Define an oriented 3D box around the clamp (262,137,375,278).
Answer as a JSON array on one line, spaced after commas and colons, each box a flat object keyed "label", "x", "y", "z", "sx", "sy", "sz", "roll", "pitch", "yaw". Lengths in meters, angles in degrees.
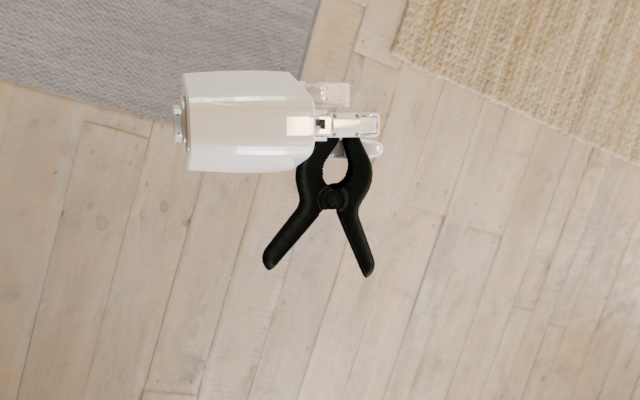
[{"label": "clamp", "x": 0.000, "y": 0.002, "z": 0.487, "sx": 0.120, "sy": 0.171, "sz": 0.039, "roll": -3, "pitch": 12, "yaw": -18}]
